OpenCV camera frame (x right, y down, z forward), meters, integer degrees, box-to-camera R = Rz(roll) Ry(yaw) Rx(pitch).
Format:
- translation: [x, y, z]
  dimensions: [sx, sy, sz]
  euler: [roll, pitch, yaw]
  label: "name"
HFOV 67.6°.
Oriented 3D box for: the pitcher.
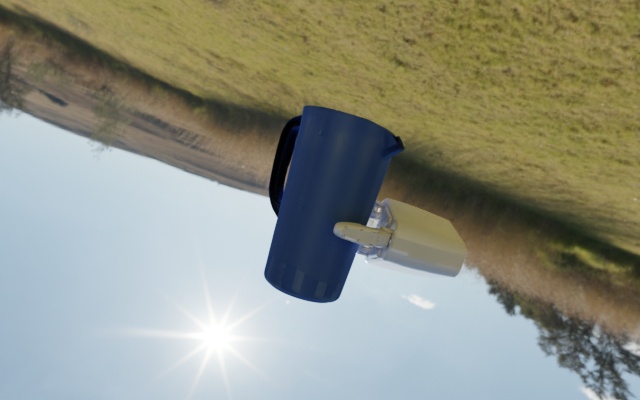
- translation: [0.000, 0.002, 0.641]
  dimensions: [0.145, 0.243, 0.149]
  euler: [17, 3, -11]
  label: "pitcher"
